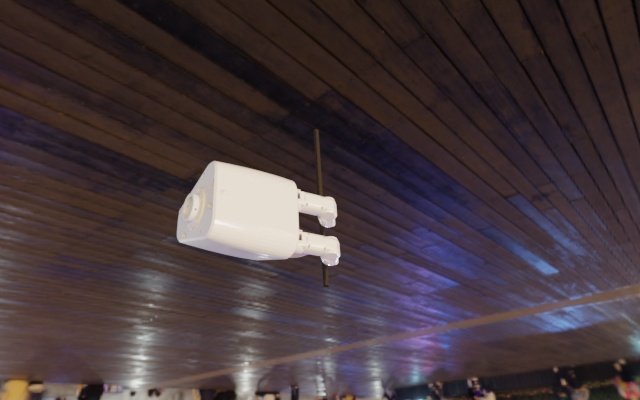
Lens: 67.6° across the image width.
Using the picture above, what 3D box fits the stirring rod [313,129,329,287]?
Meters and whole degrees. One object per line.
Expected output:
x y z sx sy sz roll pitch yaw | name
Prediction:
0.000 0.002 0.661 0.011 0.239 0.011 -3 -27 -1 | stirring rod
